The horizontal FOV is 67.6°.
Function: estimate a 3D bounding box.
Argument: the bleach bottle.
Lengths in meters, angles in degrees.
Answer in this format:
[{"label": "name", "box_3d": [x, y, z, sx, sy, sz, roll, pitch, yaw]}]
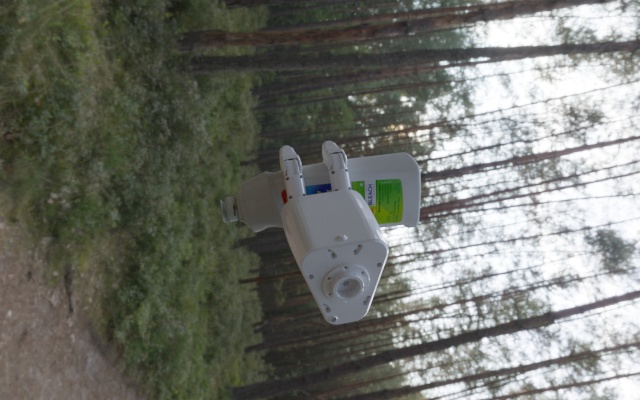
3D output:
[{"label": "bleach bottle", "box_3d": [0.000, 0.002, 0.618, 0.251, 0.103, 0.068, -9, 29, -9]}]
